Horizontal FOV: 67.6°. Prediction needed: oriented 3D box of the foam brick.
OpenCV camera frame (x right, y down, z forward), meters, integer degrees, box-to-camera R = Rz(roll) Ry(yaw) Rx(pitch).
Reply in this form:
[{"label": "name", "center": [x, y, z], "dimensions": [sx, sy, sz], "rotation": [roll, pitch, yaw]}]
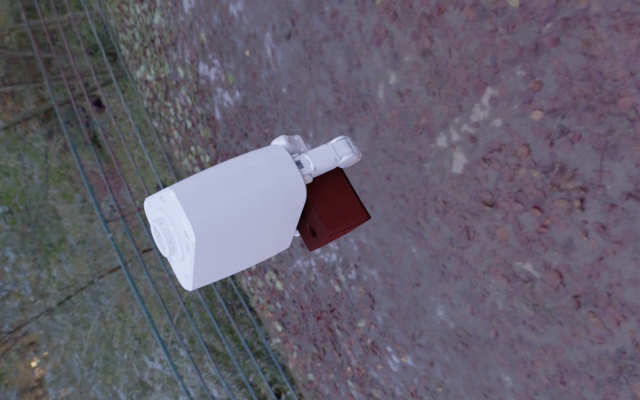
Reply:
[{"label": "foam brick", "center": [0.000, 0.002, 0.462], "dimensions": [0.051, 0.078, 0.053], "rotation": [-25, -10, -31]}]
